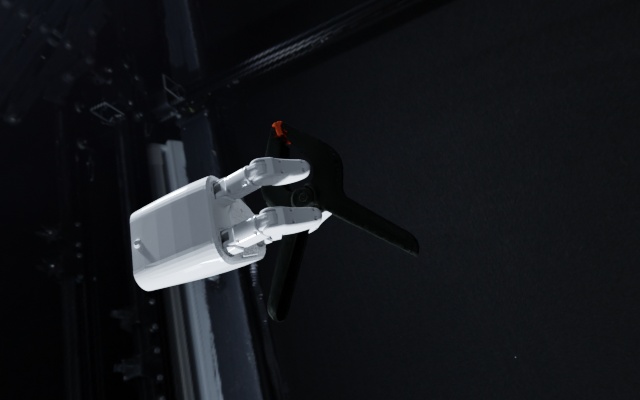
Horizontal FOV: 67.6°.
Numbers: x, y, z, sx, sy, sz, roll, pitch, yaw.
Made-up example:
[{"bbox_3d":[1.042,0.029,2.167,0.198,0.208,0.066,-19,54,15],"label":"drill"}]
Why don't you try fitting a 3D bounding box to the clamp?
[{"bbox_3d":[0.000,0.001,0.497,0.164,0.210,0.036,-22,-24,16],"label":"clamp"}]
